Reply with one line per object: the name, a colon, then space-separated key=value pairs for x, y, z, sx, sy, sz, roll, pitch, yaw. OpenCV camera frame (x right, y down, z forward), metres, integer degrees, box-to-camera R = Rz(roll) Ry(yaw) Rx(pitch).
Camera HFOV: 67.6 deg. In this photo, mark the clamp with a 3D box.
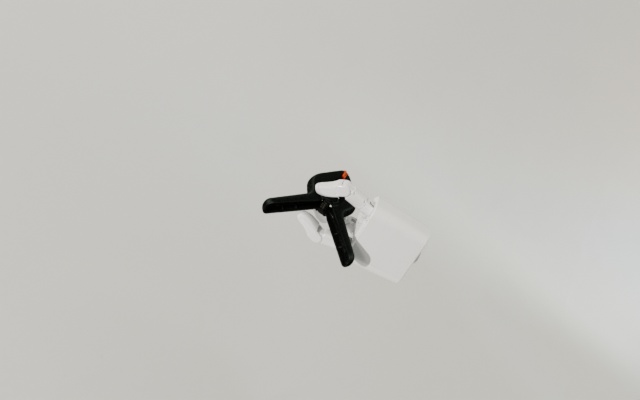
clamp: x=0.001 y=0.002 z=0.800 sx=0.164 sy=0.036 sz=0.209 roll=31 pitch=37 yaw=-7
